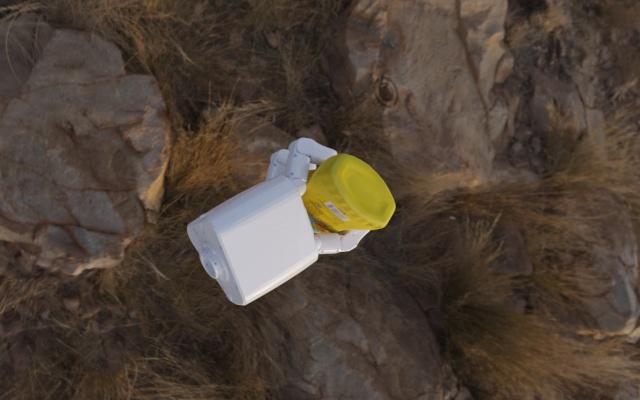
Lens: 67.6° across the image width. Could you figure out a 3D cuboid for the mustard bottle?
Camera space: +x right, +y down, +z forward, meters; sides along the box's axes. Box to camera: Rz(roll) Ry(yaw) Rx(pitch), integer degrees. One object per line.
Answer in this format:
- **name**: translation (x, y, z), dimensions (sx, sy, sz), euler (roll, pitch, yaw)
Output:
- **mustard bottle**: translation (0.000, 0.002, 0.600), dimensions (0.096, 0.058, 0.191), euler (42, -27, -19)
